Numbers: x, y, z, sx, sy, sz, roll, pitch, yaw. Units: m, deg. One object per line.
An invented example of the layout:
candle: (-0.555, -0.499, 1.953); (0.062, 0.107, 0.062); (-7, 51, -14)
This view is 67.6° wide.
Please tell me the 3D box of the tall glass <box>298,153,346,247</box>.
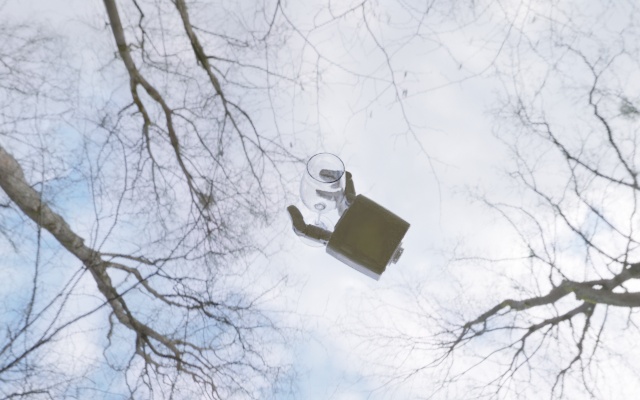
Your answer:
tall glass: (0.000, 0.003, 0.840); (0.079, 0.079, 0.201); (0, -34, -6)
